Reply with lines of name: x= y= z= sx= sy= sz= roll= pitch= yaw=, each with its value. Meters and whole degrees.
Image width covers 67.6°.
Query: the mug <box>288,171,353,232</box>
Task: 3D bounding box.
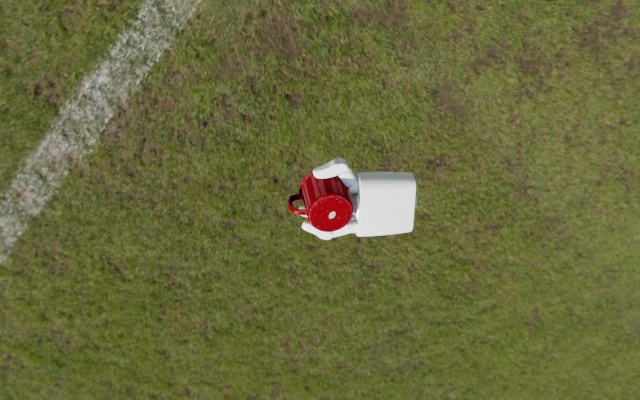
mug: x=-0.001 y=0.003 z=0.849 sx=0.117 sy=0.093 sz=0.081 roll=-4 pitch=34 yaw=-8
